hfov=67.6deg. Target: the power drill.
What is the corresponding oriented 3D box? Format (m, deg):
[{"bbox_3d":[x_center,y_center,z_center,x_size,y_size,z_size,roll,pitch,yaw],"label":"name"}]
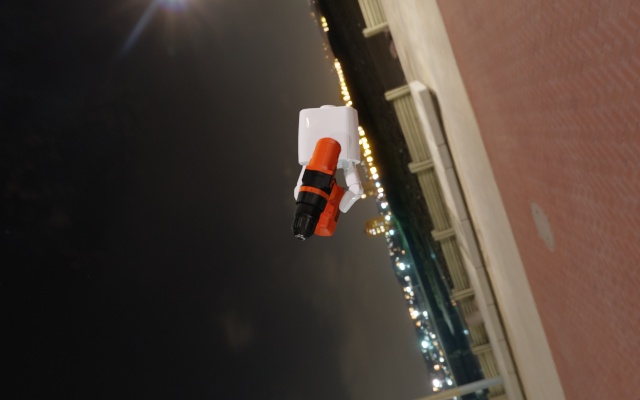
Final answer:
[{"bbox_3d":[0.000,0.003,0.865,0.057,0.184,0.188,16,-18,10],"label":"power drill"}]
